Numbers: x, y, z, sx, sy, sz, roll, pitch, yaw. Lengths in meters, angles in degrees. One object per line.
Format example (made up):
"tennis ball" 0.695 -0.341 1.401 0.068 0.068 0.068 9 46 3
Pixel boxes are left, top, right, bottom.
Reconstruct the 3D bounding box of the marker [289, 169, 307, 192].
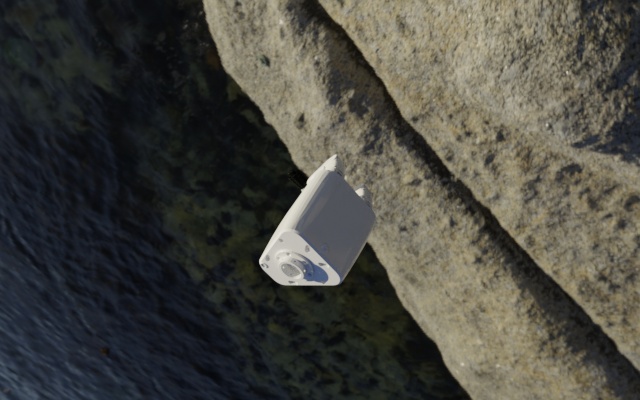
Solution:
"marker" 0.000 0.002 0.666 0.121 0.020 0.020 46 -15 -15
